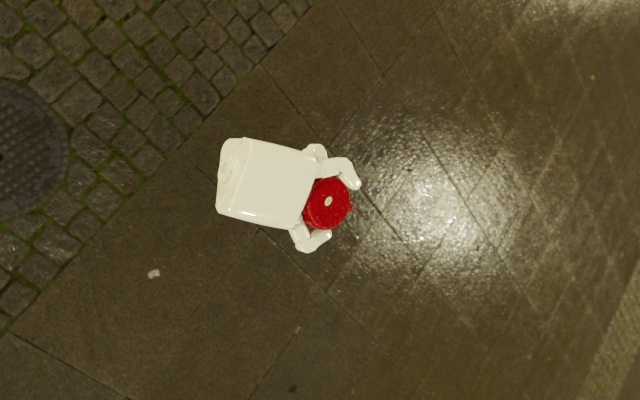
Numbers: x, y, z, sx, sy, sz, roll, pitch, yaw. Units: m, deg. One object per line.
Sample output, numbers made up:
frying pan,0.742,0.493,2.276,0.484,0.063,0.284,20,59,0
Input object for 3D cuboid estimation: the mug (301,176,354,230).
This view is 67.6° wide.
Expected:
mug,0.001,0.003,0.737,0.117,0.093,0.081,15,-3,-35
